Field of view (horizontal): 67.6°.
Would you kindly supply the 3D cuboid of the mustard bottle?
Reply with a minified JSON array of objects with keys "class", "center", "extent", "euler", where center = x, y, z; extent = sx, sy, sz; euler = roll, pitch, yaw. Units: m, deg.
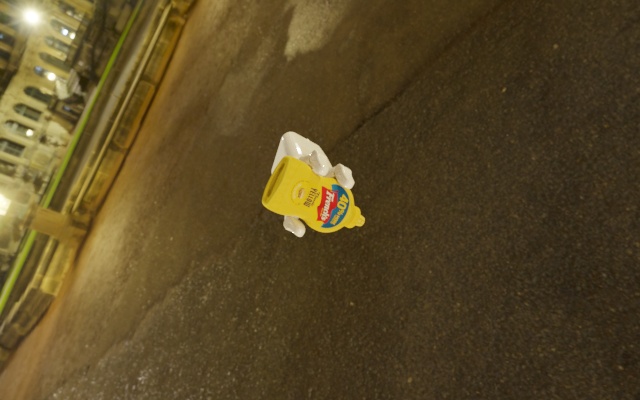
[{"class":"mustard bottle","center":[0.000,0.003,0.834],"extent":[0.192,0.096,0.058],"euler":[26,0,-29]}]
